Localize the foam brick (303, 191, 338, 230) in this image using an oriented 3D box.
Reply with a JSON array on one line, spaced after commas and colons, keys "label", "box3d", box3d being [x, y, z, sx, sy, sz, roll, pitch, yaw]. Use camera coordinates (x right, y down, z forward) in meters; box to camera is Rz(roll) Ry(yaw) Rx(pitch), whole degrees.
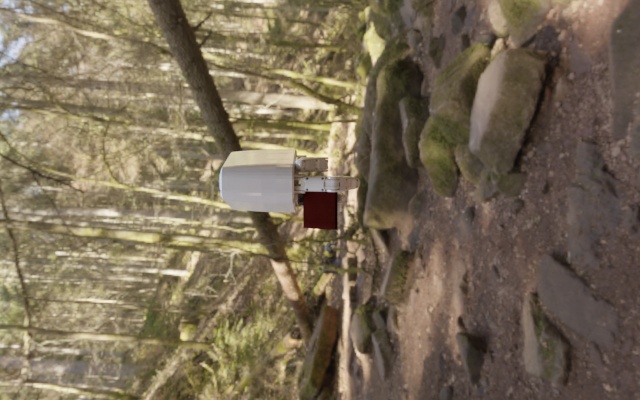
[{"label": "foam brick", "box3d": [0.000, 0.003, 0.730, 0.051, 0.078, 0.053, 0, 5, 0]}]
